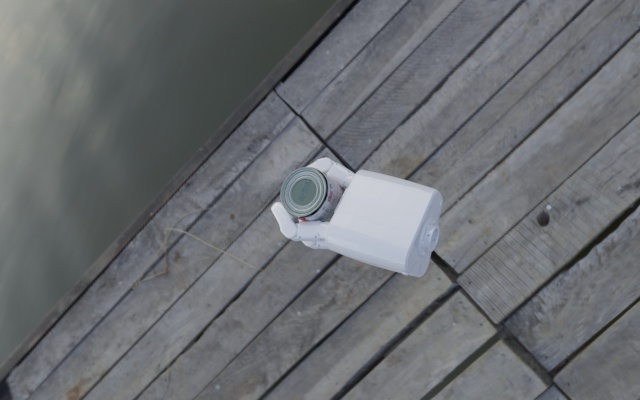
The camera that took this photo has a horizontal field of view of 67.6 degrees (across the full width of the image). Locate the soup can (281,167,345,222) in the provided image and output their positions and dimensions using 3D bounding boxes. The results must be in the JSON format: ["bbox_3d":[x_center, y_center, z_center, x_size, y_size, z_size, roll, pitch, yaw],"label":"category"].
[{"bbox_3d":[0.000,0.002,0.634,0.068,0.068,0.102,0,-15,27],"label":"soup can"}]
